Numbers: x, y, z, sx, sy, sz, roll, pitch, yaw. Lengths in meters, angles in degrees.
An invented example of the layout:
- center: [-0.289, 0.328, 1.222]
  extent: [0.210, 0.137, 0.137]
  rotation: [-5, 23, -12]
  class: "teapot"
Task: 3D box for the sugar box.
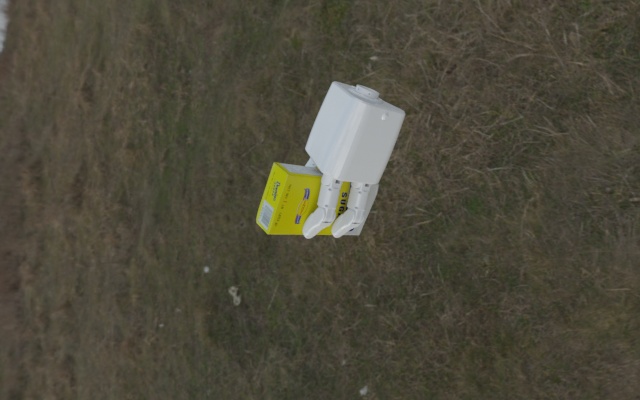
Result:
- center: [0.000, 0.002, 0.691]
  extent: [0.176, 0.093, 0.048]
  rotation: [4, 25, -38]
  class: "sugar box"
